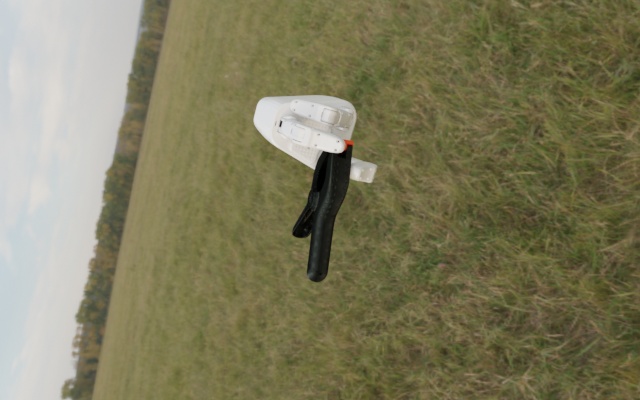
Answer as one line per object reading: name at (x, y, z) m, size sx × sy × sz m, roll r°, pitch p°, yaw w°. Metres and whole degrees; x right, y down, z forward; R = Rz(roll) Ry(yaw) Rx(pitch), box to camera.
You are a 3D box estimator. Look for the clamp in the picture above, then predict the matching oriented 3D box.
clamp at (0.000, 0.002, 0.597) m, size 0.039 × 0.171 × 0.120 m, roll 10°, pitch 14°, yaw -25°
